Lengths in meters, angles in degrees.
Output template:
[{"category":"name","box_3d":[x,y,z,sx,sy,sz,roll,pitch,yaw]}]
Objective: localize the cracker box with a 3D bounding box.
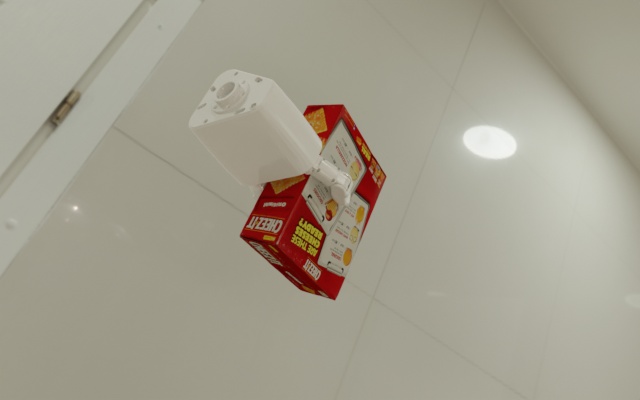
[{"category":"cracker box","box_3d":[0.000,0.002,0.655,0.072,0.213,0.164,7,-29,36]}]
